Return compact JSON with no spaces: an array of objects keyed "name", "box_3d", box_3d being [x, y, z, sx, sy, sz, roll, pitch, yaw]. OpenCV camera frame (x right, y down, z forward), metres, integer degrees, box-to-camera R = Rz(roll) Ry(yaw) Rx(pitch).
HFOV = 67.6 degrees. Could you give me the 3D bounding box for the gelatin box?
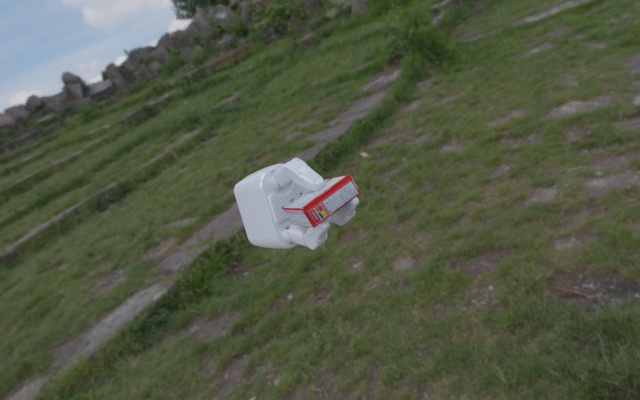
[{"name":"gelatin box","box_3d":[0.000,0.002,0.596,0.073,0.030,0.089,-35,10,-17]}]
